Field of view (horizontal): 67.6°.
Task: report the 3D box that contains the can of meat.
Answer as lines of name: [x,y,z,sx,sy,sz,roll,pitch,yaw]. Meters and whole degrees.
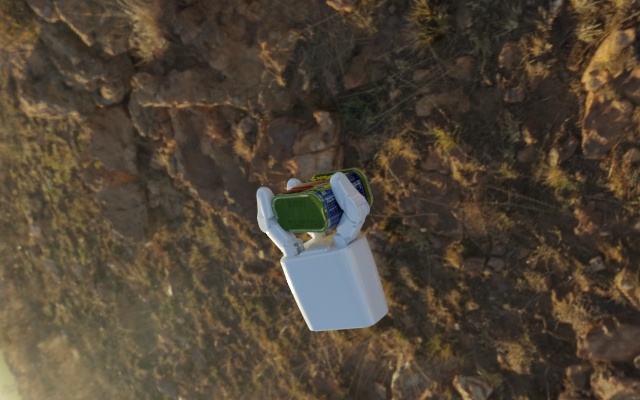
can of meat: [0.000,0.002,0.608,0.102,0.057,0.084,-5,18,47]
